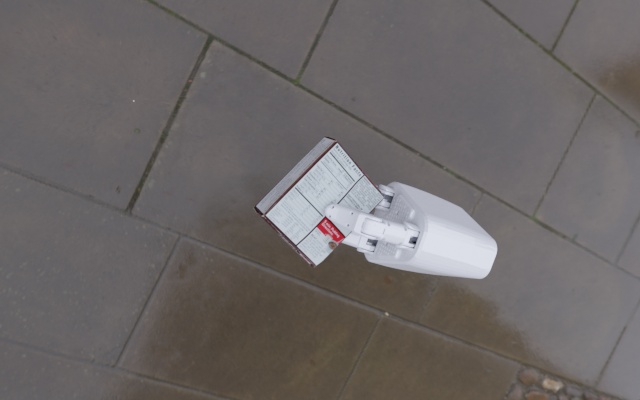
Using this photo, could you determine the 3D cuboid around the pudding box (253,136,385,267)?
[{"bbox_3d":[0.000,0.002,0.512,0.090,0.113,0.039,47,-8,-24],"label":"pudding box"}]
